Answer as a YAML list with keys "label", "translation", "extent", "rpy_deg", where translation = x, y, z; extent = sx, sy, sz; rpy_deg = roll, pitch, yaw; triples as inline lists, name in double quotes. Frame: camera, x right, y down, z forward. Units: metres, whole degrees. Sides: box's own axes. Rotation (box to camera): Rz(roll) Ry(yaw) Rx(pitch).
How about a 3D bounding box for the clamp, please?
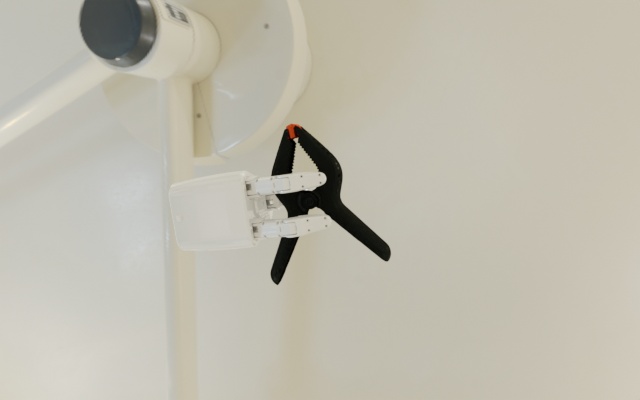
- label: "clamp"
  translation: [0.000, 0.001, 0.624]
  extent: [0.164, 0.210, 0.036]
  rpy_deg: [-7, 7, 9]
